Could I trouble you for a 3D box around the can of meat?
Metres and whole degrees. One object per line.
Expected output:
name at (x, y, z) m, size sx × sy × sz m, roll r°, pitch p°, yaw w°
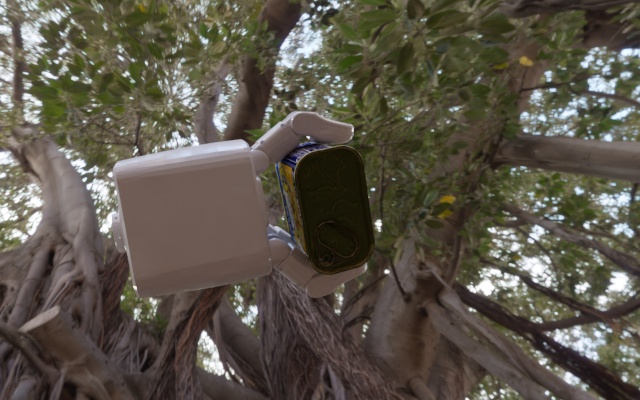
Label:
can of meat at (0.000, 0.001, 0.413) m, size 0.057 × 0.102 × 0.084 m, roll -14°, pitch 15°, yaw -15°
